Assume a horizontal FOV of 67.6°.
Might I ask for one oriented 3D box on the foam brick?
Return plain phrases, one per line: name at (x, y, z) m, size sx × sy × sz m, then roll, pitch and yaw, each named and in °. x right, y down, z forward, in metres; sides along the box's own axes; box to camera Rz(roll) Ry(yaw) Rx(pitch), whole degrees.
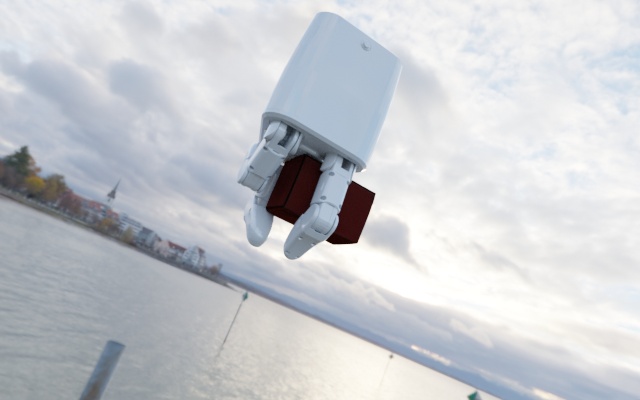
foam brick at (0.000, 0.002, 0.429) m, size 0.078 × 0.051 × 0.053 m, roll 28°, pitch -16°, yaw -21°
